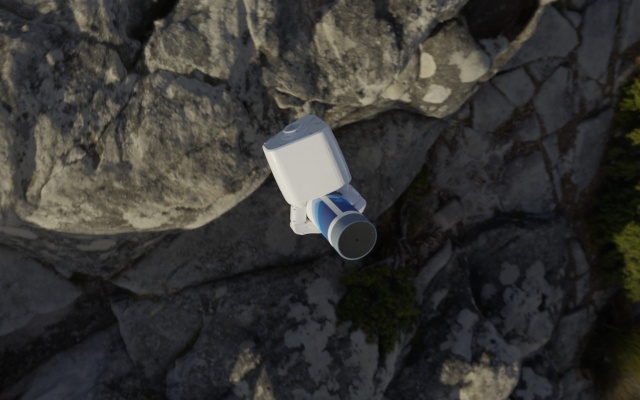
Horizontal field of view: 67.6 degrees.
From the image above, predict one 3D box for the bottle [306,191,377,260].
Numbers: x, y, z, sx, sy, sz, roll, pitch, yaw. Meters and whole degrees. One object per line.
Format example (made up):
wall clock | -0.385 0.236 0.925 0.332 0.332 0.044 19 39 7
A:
bottle | 0.000 0.003 0.831 0.069 0.069 0.295 0 22 -24
